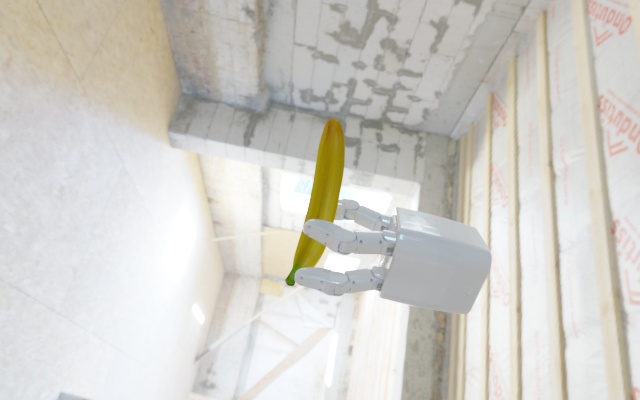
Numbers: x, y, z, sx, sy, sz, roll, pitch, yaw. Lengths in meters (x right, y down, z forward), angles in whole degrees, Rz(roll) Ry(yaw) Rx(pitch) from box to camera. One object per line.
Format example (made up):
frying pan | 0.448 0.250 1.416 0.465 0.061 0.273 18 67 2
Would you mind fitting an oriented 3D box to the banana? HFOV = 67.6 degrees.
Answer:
banana | 0.002 0.003 0.566 0.037 0.198 0.069 14 9 6
